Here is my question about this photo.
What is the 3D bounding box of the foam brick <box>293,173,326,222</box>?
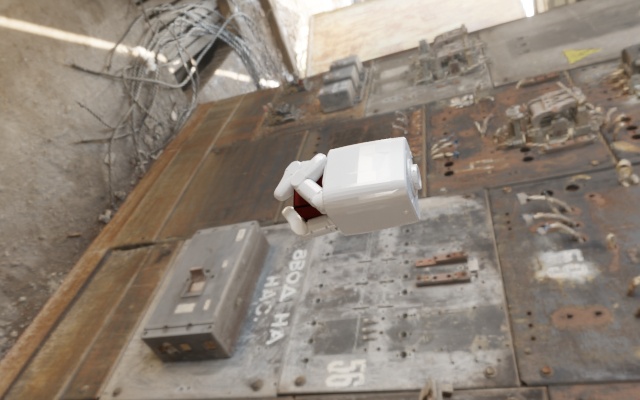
[{"bbox_3d":[0.000,0.002,0.675,0.051,0.053,0.078,-10,-30,18],"label":"foam brick"}]
